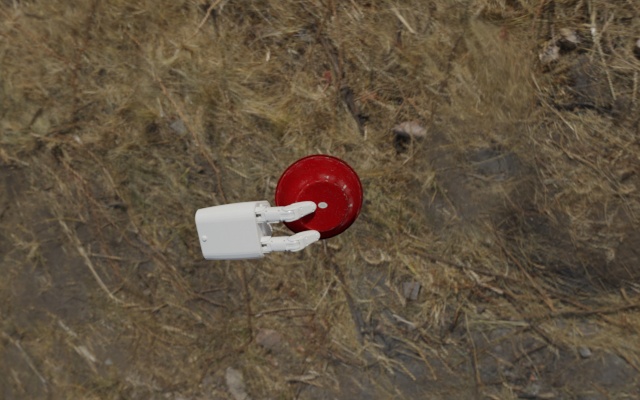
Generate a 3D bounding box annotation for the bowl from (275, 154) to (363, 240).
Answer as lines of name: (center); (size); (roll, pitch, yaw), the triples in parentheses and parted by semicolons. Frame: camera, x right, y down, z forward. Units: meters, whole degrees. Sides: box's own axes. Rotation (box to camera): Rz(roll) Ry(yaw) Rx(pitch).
bowl: (0.001, 0.002, 0.839); (0.162, 0.162, 0.055); (0, 17, -6)
